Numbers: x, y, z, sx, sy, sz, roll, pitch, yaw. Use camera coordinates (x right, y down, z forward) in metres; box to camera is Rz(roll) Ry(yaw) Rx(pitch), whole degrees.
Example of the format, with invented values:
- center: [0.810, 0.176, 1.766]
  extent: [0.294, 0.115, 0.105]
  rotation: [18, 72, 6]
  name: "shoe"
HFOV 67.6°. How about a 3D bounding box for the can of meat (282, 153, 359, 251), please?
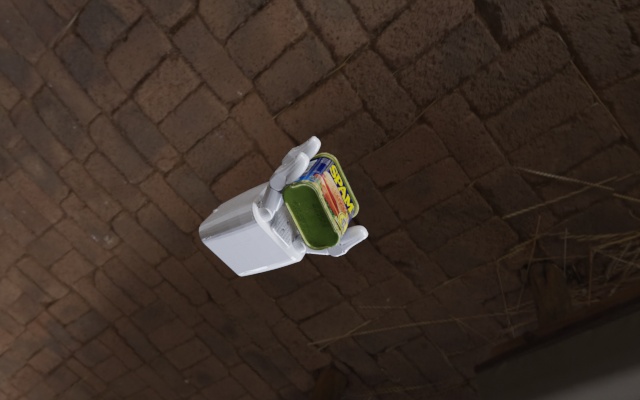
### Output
- center: [0.000, 0.002, 0.618]
  extent: [0.057, 0.102, 0.084]
  rotation: [-16, 21, 27]
  name: "can of meat"
